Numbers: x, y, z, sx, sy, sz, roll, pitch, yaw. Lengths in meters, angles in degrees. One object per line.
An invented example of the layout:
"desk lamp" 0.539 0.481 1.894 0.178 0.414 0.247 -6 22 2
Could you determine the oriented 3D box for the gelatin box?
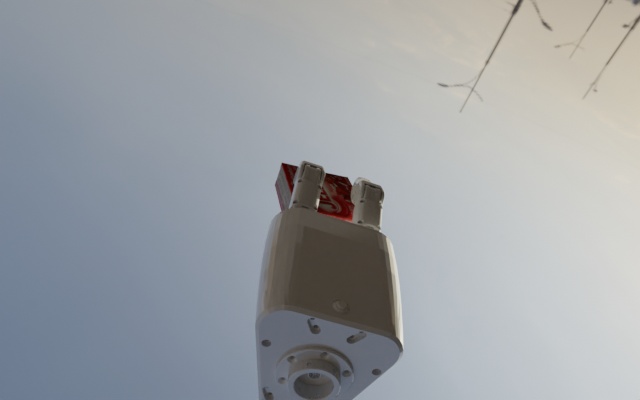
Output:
"gelatin box" 0.000 0.002 0.450 0.073 0.030 0.089 11 27 -20
